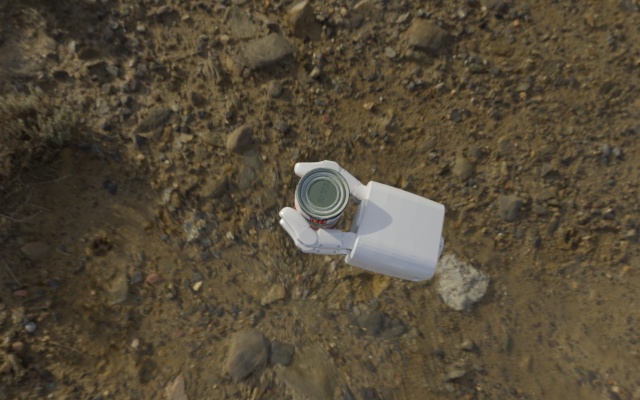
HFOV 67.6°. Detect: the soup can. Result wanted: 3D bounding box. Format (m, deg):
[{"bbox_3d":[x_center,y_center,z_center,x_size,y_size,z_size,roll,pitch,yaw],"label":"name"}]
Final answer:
[{"bbox_3d":[0.000,0.002,0.625,0.068,0.068,0.102,0,-13,-4],"label":"soup can"}]
